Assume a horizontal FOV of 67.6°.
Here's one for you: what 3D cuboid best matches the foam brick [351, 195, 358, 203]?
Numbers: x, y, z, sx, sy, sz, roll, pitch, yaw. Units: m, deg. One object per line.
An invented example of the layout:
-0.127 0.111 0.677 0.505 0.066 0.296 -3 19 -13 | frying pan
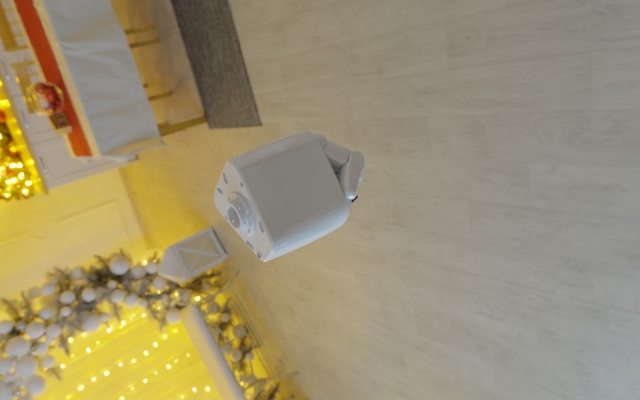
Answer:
0.000 0.002 0.614 0.051 0.053 0.078 -25 -16 -35 | foam brick
